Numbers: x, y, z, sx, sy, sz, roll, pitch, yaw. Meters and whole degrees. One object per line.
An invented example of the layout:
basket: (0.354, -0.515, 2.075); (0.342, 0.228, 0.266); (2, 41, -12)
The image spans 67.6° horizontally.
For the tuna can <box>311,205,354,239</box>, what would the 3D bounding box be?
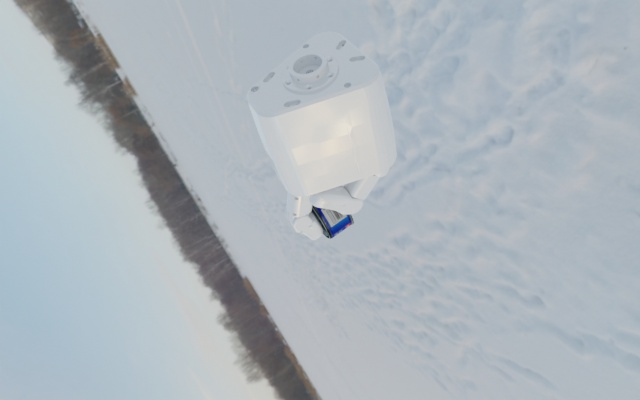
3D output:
tuna can: (0.000, 0.002, 0.553); (0.034, 0.086, 0.086); (-35, 5, -8)
